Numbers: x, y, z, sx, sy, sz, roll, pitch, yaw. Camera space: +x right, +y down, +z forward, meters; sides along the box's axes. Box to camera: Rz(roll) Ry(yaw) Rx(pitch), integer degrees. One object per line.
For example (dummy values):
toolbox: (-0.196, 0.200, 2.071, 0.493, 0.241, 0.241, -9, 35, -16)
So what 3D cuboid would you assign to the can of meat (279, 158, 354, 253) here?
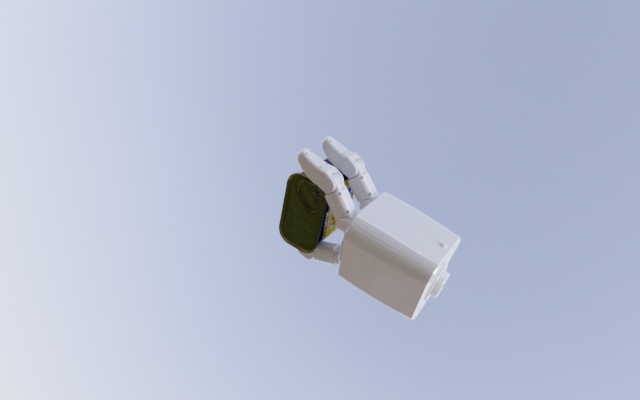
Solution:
can of meat: (0.000, 0.002, 0.597, 0.057, 0.102, 0.084, 28, 35, 23)
